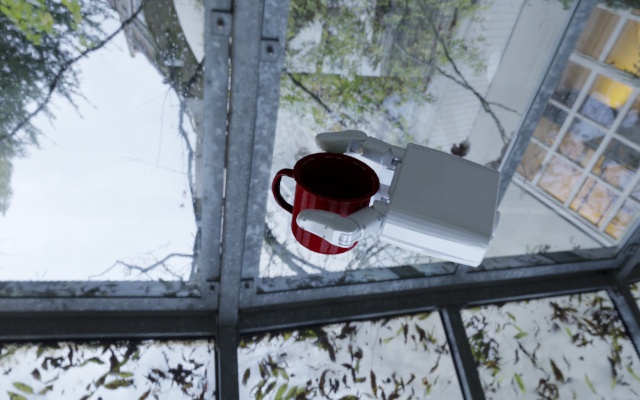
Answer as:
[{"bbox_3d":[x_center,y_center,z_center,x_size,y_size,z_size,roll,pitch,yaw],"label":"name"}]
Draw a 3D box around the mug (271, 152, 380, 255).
[{"bbox_3d":[-0.001,0.002,0.527,0.117,0.082,0.093,17,37,9],"label":"mug"}]
